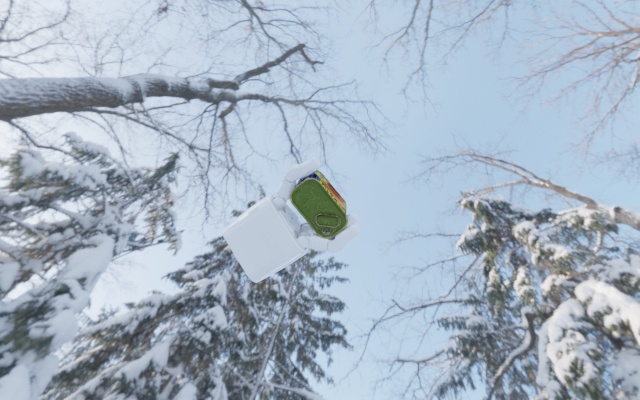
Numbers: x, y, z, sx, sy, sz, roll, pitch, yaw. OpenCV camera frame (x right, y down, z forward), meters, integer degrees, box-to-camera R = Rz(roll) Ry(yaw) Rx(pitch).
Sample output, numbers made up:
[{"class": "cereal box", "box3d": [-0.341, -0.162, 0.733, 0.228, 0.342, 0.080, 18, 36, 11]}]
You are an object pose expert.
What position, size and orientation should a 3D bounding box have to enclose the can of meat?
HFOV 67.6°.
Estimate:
[{"class": "can of meat", "box3d": [0.000, 0.002, 0.793, 0.057, 0.102, 0.084, -37, 11, 13]}]
